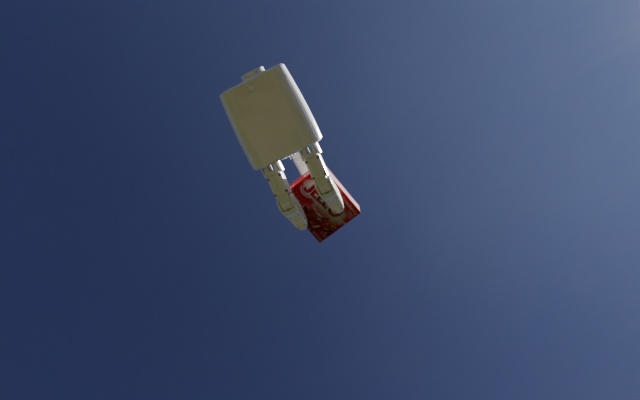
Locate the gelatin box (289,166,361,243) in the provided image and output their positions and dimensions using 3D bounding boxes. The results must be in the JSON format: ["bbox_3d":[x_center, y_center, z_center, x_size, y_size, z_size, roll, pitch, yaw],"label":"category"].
[{"bbox_3d":[0.000,0.002,0.657,0.073,0.089,0.030,-37,14,13],"label":"gelatin box"}]
